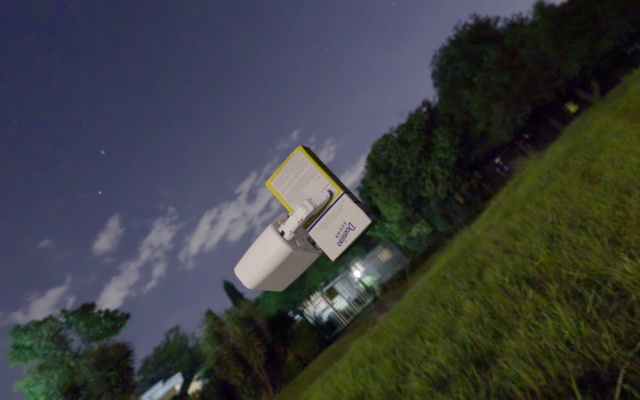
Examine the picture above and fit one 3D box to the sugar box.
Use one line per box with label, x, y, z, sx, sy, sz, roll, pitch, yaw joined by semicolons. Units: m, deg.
sugar box;0.000;0.003;0.776;0.093;0.176;0.048;-47;-16;16
